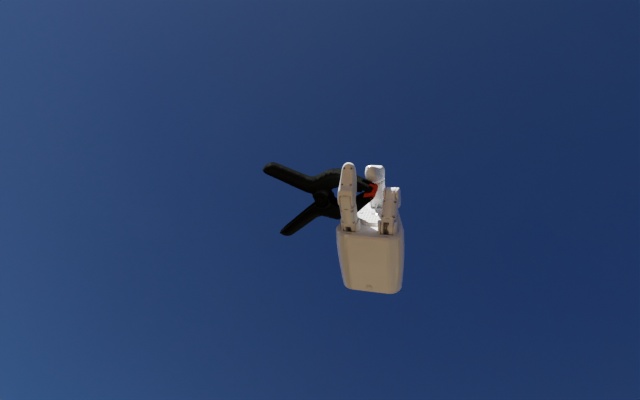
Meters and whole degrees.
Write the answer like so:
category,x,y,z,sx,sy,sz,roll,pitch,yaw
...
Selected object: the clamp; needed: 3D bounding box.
category,x,y,z,sx,sy,sz,roll,pitch,yaw
clamp,0.000,0.002,0.716,0.171,0.120,0.039,4,32,17
